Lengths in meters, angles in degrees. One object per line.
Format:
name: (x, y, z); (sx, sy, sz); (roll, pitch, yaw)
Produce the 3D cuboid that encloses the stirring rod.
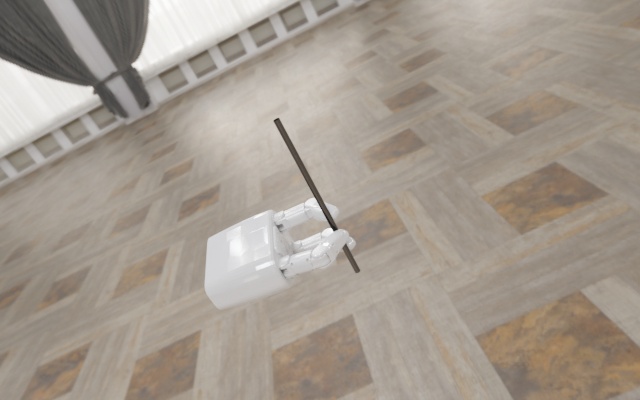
stirring rod: (0.000, 0.002, 0.603); (0.011, 0.240, 0.011); (-22, 27, 12)
